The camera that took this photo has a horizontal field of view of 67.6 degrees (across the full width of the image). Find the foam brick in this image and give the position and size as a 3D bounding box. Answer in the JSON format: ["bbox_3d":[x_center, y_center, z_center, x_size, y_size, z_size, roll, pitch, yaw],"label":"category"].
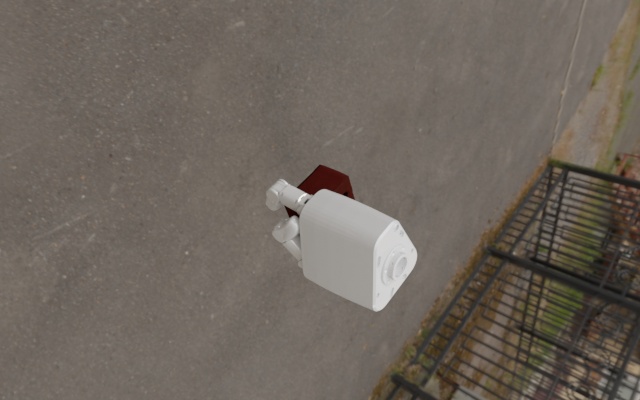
[{"bbox_3d":[0.000,0.002,0.615,0.051,0.053,0.078,22,56,36],"label":"foam brick"}]
